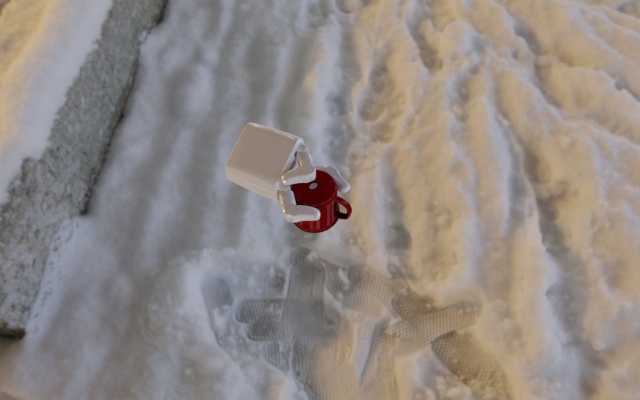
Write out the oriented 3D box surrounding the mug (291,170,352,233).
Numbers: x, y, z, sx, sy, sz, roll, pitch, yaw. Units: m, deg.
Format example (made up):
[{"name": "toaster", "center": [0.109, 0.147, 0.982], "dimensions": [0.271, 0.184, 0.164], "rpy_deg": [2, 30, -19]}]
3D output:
[{"name": "mug", "center": [0.001, 0.003, 0.851], "dimensions": [0.117, 0.093, 0.082], "rpy_deg": [20, -31, 14]}]
